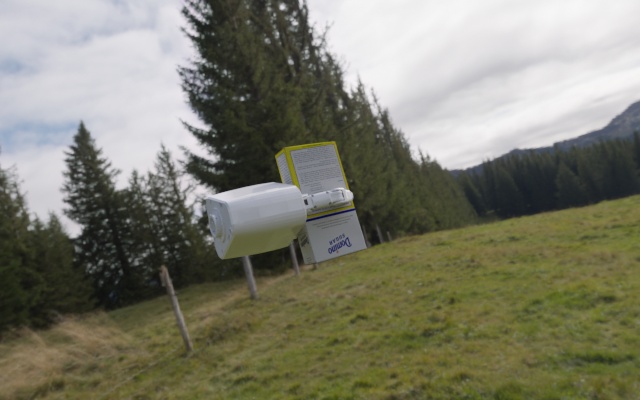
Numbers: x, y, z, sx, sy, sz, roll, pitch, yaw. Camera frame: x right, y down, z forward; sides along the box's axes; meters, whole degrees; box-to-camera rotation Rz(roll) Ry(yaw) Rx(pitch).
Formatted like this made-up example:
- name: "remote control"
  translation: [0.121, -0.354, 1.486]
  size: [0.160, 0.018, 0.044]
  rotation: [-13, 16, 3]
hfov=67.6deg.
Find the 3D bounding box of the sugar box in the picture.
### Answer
- name: "sugar box"
  translation: [0.000, 0.002, 0.726]
  size: [0.093, 0.176, 0.048]
  rotation: [-11, -5, -28]
